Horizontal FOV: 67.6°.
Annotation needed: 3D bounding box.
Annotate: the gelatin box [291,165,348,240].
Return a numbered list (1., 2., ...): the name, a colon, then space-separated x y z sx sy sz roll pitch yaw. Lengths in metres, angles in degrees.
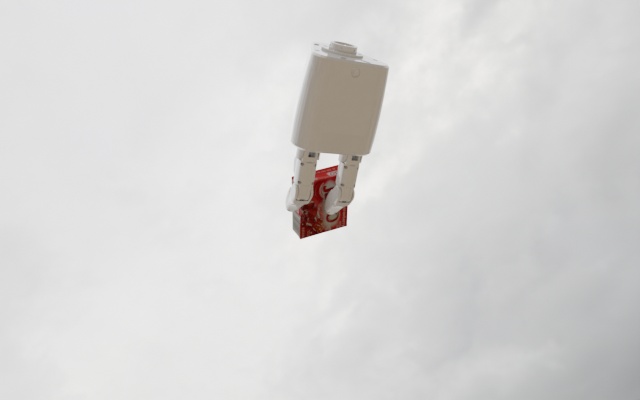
1. gelatin box: 0.000 0.002 0.639 0.073 0.089 0.030 -15 37 -23
